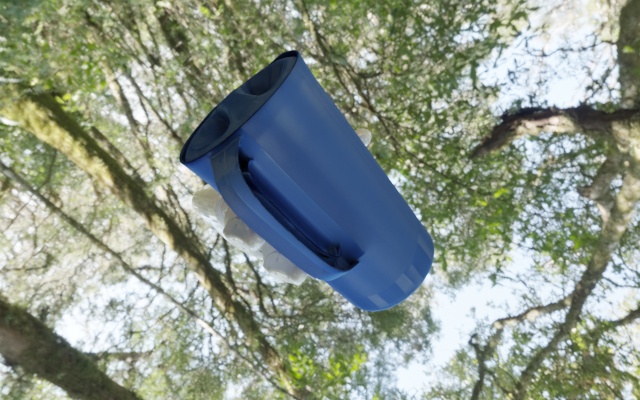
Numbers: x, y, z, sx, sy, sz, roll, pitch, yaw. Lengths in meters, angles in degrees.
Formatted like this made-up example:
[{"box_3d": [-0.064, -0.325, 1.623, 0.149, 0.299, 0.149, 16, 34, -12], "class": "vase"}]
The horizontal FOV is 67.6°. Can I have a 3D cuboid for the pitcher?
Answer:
[{"box_3d": [0.000, 0.001, 0.438, 0.243, 0.149, 0.145, 46, -21, -25], "class": "pitcher"}]
